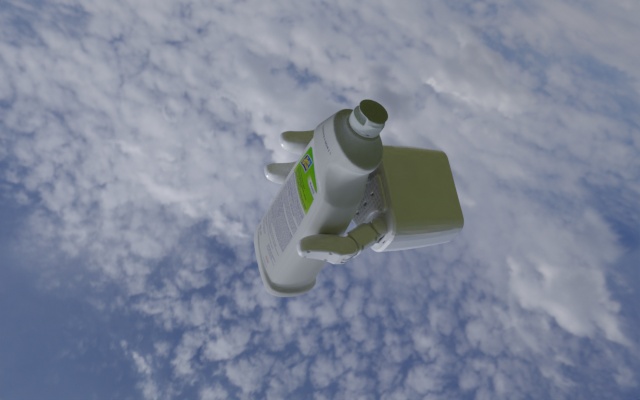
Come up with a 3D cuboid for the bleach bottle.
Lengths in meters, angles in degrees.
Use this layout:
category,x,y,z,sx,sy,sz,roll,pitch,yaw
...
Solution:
category,x,y,z,sx,sy,sz,roll,pitch,yaw
bleach bottle,0.000,0.002,0.496,0.068,0.102,0.251,-2,-34,-29
